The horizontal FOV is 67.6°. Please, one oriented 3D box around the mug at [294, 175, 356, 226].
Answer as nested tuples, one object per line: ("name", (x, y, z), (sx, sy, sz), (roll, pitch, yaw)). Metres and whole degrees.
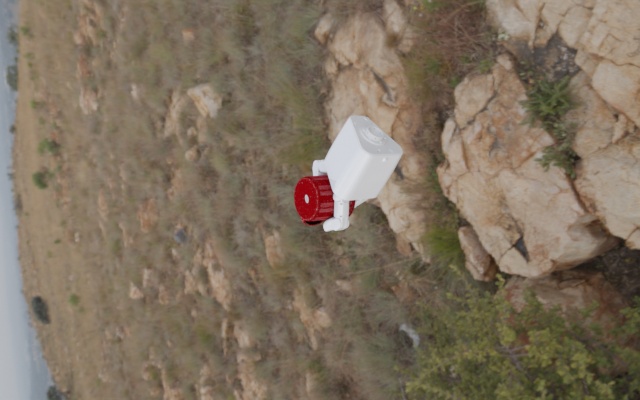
("mug", (-0.001, 0.004, 0.891), (0.081, 0.093, 0.117), (-5, -41, -36))
